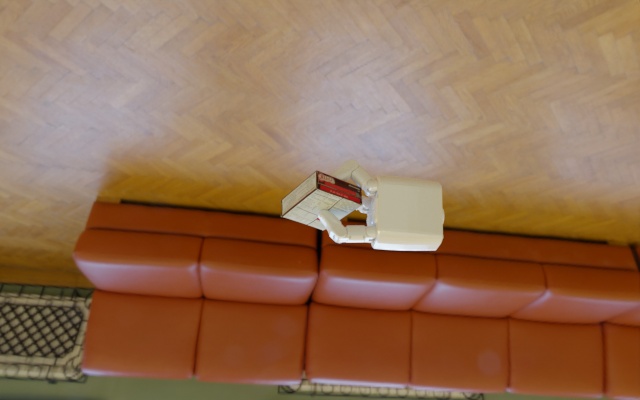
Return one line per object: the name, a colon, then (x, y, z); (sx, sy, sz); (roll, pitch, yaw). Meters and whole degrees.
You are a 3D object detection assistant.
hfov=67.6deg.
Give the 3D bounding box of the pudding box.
pudding box: (0.000, 0.003, 0.782); (0.090, 0.039, 0.113); (21, -38, -28)
